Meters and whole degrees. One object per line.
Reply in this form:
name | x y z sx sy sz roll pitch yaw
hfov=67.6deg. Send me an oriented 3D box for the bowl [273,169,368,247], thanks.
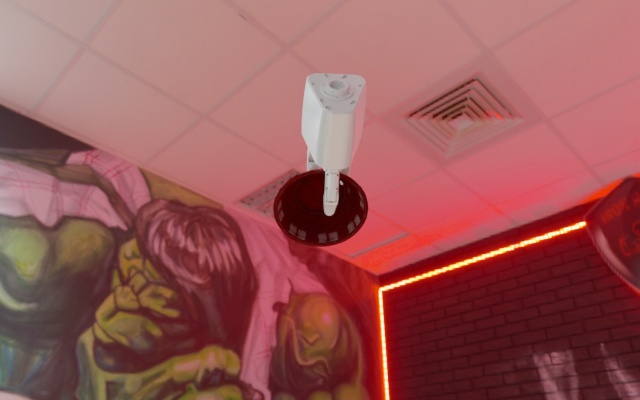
bowl | 0.000 0.004 0.831 0.162 0.162 0.055 0 34 -1
